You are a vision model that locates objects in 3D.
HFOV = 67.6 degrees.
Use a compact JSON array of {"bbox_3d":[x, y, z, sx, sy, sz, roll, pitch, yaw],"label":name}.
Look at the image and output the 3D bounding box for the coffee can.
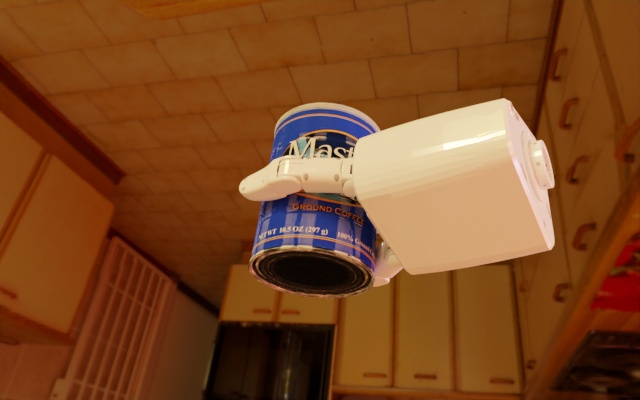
[{"bbox_3d":[0.000,0.001,0.418,0.103,0.140,0.103,5,-30,3],"label":"coffee can"}]
